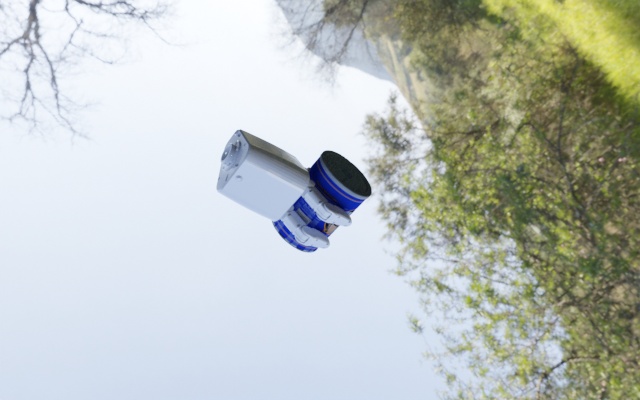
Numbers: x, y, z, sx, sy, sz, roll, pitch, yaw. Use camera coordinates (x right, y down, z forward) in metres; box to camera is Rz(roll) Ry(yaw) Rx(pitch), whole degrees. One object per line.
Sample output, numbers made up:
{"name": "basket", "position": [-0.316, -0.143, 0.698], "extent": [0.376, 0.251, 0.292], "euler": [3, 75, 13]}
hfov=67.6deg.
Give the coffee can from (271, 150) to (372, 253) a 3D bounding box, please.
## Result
{"name": "coffee can", "position": [0.000, 0.002, 0.781], "extent": [0.140, 0.102, 0.103], "euler": [-47, -25, 25]}
